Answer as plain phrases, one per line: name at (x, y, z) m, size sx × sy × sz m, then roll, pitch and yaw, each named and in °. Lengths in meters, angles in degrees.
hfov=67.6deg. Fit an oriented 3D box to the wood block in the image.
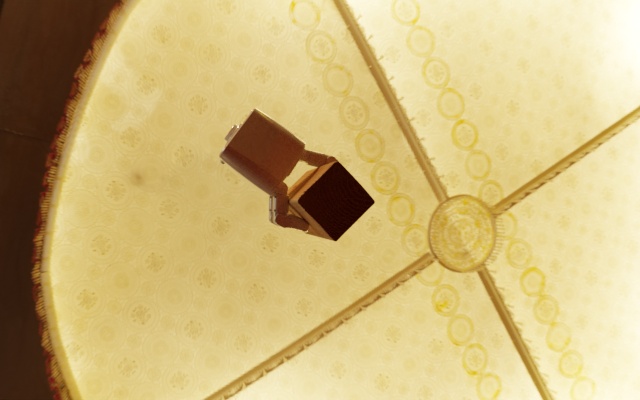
wood block at (0.000, 0.002, 0.811) m, size 0.091 × 0.090 × 0.206 m, roll -45°, pitch 9°, yaw -10°
